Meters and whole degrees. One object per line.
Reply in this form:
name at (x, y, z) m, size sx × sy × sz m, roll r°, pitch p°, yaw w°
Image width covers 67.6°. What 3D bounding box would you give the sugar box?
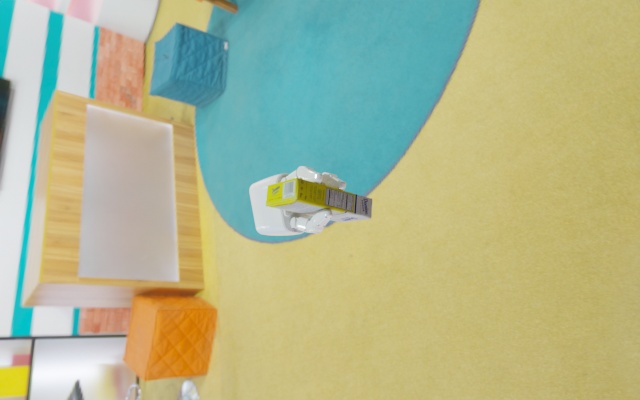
sugar box at (0.000, 0.002, 0.867) m, size 0.176 × 0.048 × 0.093 m, roll 11°, pitch -13°, yaw -38°
